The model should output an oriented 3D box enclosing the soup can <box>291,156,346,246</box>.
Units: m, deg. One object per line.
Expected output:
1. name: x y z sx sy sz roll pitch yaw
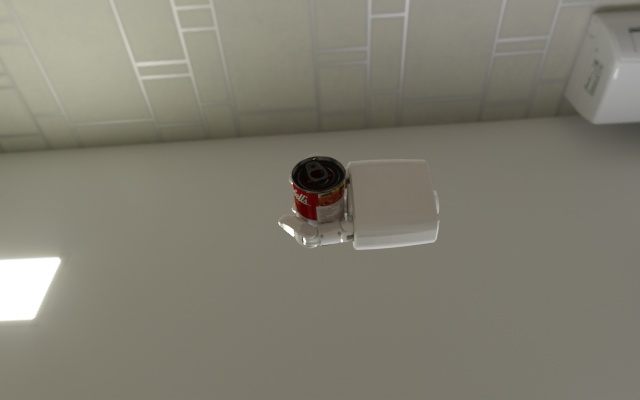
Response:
1. soup can: 0.000 0.002 0.627 0.068 0.102 0.068 -2 45 2
